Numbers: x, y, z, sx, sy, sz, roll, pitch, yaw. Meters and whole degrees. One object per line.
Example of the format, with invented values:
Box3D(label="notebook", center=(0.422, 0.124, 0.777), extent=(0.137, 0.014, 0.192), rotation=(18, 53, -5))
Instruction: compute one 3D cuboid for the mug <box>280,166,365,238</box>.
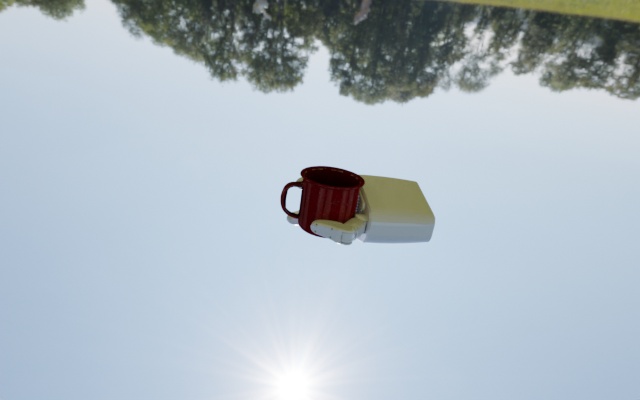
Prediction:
Box3D(label="mug", center=(-0.001, 0.002, 0.688), extent=(0.117, 0.081, 0.093), rotation=(3, 22, -15))
